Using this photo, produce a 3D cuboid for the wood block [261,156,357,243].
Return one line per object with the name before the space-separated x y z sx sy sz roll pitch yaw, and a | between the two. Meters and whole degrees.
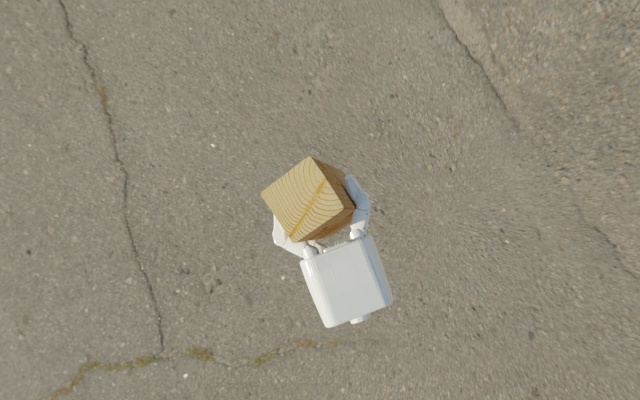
wood block | 0.001 0.003 0.751 0.091 0.090 0.206 -35 -10 11
